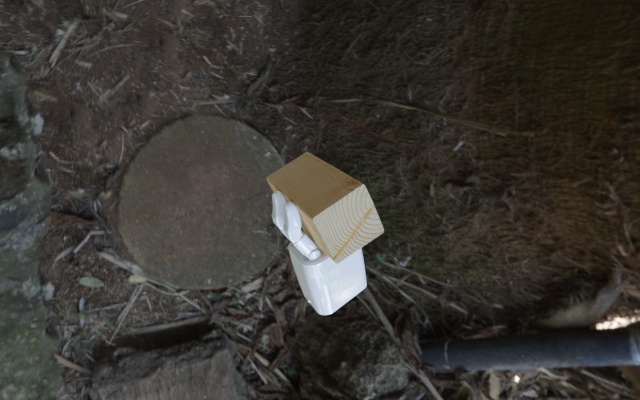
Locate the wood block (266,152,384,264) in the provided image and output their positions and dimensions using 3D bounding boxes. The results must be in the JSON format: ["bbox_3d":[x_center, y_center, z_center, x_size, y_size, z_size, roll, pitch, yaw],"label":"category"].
[{"bbox_3d":[0.001,0.003,0.760,0.091,0.090,0.206,-33,29,-11],"label":"wood block"}]
